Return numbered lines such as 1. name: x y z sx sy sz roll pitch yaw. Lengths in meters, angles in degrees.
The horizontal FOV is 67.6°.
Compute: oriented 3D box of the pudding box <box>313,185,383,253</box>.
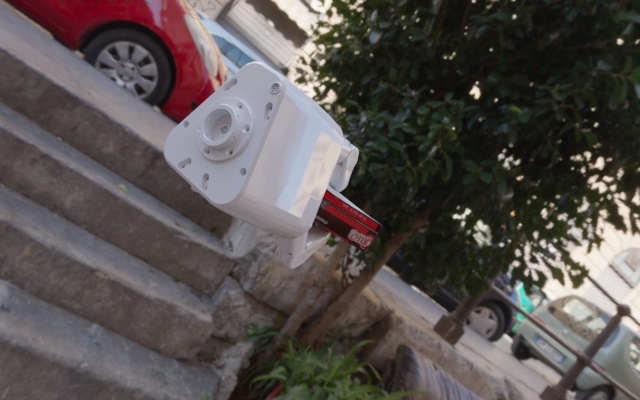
1. pudding box: 0.000 0.001 0.504 0.090 0.039 0.113 33 5 -34
